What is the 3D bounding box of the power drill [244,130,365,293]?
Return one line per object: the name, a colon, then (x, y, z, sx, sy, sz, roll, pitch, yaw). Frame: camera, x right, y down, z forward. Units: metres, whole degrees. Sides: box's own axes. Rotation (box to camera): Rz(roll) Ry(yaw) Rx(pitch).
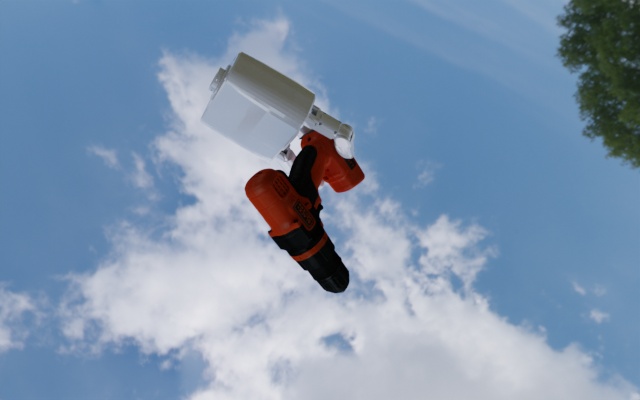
power drill: (0.000, 0.002, 0.619, 0.057, 0.184, 0.187, -20, 26, 33)
